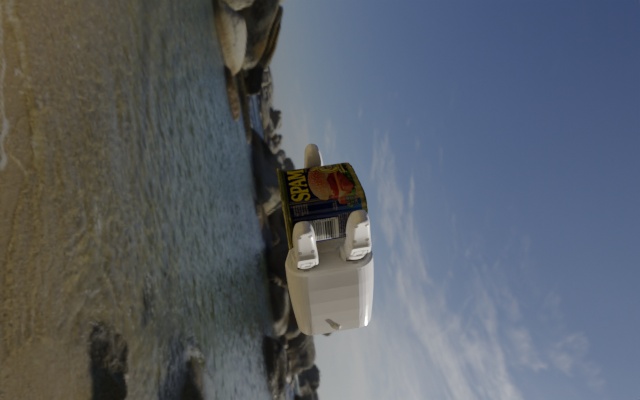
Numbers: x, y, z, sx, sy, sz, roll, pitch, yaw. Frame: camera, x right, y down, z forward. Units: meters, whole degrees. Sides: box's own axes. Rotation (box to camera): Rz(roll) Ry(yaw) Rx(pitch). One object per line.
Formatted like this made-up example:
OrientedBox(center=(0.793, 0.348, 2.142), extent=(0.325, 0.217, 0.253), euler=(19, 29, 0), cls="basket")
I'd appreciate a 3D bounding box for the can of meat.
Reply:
OrientedBox(center=(0.000, 0.002, 0.515), extent=(0.084, 0.057, 0.102), euler=(-8, 31, -5), cls="can of meat")
